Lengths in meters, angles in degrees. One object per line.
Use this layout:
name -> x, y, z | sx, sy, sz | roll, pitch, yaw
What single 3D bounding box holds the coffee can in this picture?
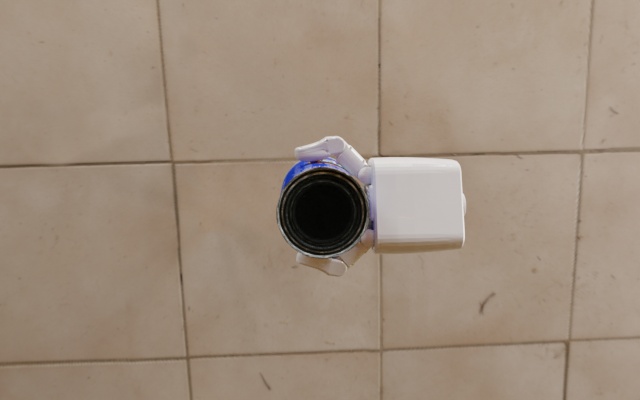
coffee can -> 0.000, 0.002, 0.587 | 0.103, 0.103, 0.140 | 0, 10, -2
